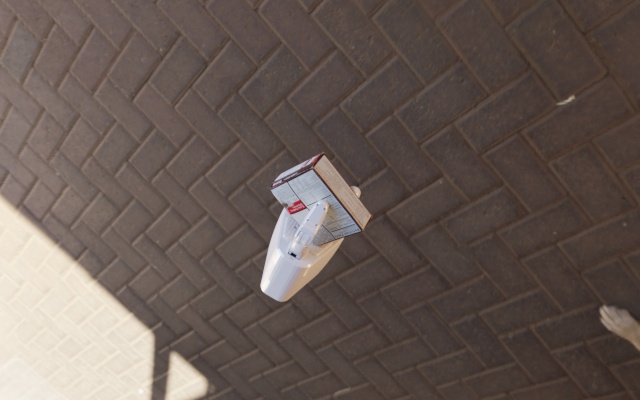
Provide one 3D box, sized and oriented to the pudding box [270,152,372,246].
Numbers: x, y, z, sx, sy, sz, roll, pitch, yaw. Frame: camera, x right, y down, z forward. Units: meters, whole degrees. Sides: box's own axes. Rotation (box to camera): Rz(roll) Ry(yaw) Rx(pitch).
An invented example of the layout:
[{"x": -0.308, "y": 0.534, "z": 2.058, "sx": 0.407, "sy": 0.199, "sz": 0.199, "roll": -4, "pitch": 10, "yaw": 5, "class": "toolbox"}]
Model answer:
[{"x": 0.000, "y": 0.002, "z": 0.635, "sx": 0.090, "sy": 0.113, "sz": 0.039, "roll": -23, "pitch": 25, "yaw": 41, "class": "pudding box"}]
